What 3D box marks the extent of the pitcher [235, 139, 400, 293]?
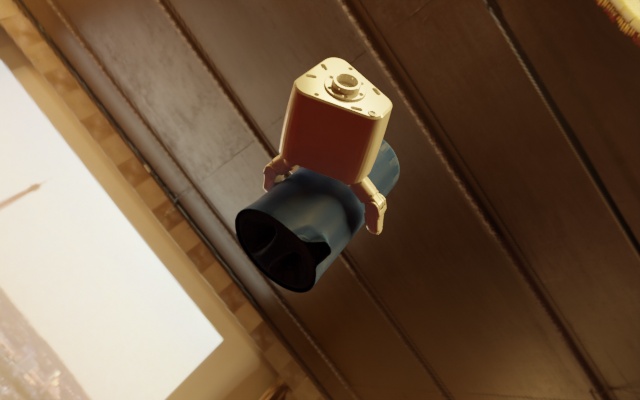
[{"bbox_3d":[0.000,0.002,0.676,0.149,0.145,0.242,36,52,15],"label":"pitcher"}]
